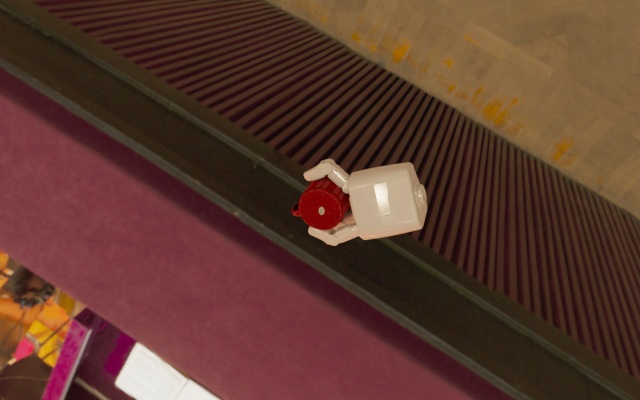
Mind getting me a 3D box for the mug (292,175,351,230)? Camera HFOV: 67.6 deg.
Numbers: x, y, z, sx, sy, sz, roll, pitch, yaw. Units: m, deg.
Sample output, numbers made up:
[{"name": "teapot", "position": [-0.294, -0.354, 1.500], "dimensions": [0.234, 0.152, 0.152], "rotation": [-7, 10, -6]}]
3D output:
[{"name": "mug", "position": [-0.001, 0.003, 0.854], "dimensions": [0.117, 0.093, 0.081], "rotation": [-13, 19, 24]}]
